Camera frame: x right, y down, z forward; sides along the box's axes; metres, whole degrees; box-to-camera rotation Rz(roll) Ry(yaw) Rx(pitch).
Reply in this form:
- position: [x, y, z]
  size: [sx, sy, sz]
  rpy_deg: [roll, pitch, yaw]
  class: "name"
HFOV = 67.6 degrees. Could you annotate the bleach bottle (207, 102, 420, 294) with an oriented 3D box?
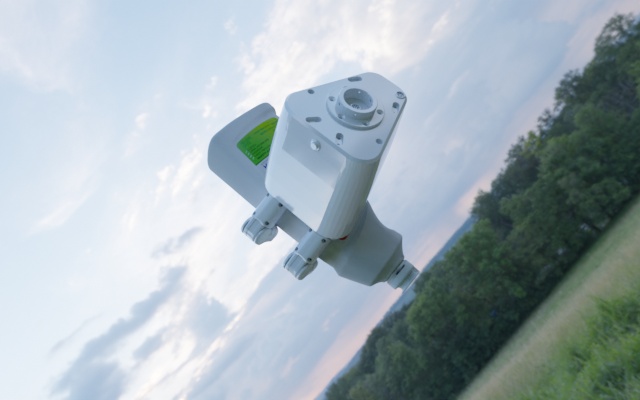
- position: [0.000, 0.002, 0.509]
  size: [0.102, 0.251, 0.068]
  rpy_deg: [-42, -17, -34]
  class: "bleach bottle"
